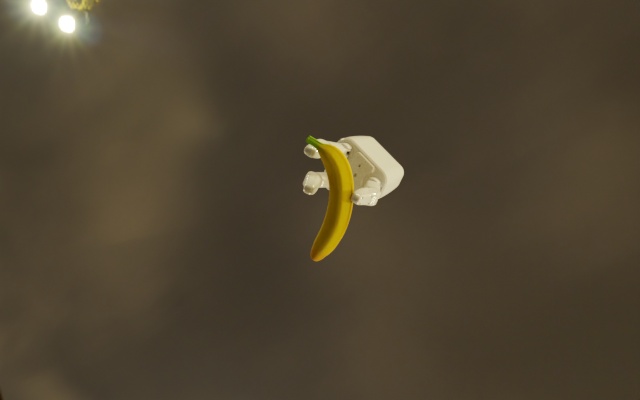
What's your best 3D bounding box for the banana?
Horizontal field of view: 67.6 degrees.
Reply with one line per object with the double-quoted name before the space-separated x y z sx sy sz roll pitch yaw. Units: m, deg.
"banana" 0.017 0.000 0.727 0.069 0.198 0.037 5 14 23
